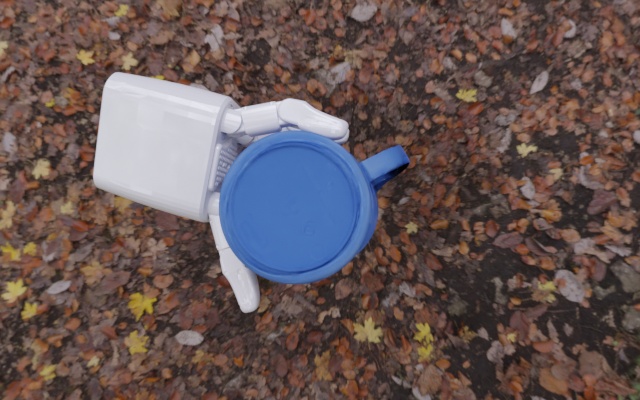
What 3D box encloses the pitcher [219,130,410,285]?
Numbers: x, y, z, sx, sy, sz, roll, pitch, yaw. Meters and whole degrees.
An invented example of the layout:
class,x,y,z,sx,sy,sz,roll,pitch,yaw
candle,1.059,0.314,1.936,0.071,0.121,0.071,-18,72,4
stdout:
class,x,y,z,sx,sy,sz,roll,pitch,yaw
pitcher,0.000,0.001,0.441,0.145,0.149,0.243,16,0,5
